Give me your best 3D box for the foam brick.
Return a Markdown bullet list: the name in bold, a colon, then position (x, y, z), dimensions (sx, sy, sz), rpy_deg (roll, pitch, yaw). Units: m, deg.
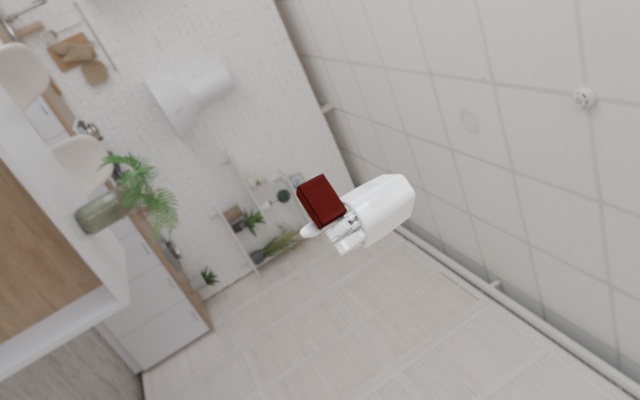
- **foam brick**: position (0.000, 0.002, 0.809), dimensions (0.051, 0.078, 0.053), rpy_deg (-31, -7, -11)
